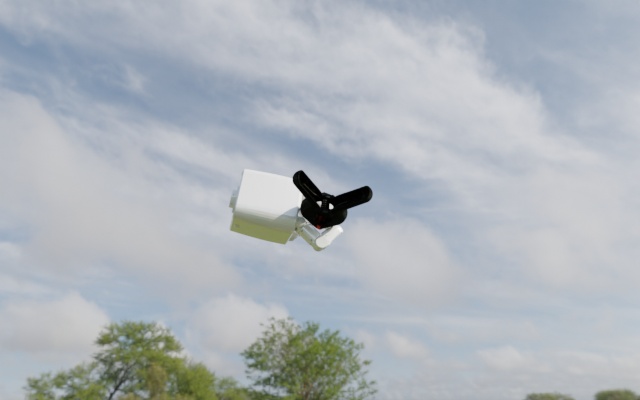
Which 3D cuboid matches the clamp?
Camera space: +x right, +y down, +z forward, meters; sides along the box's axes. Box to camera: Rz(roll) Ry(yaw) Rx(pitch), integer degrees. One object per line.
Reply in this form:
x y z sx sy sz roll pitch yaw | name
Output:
0.000 0.002 0.764 0.120 0.039 0.171 22 -28 -8 | clamp
